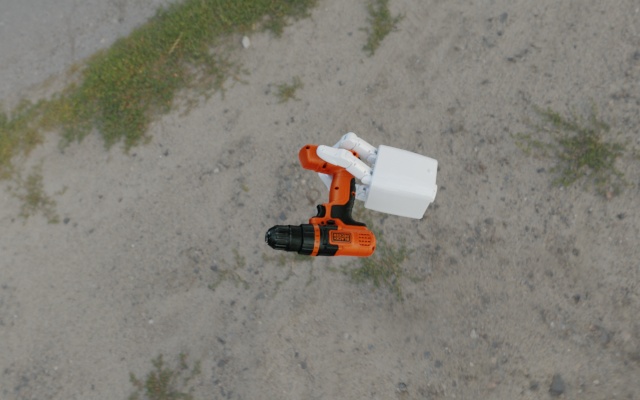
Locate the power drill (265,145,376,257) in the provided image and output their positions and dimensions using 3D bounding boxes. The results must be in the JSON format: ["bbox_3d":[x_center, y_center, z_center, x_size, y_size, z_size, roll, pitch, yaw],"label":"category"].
[{"bbox_3d":[0.000,0.002,0.803,0.184,0.187,0.057,6,-20,-18],"label":"power drill"}]
